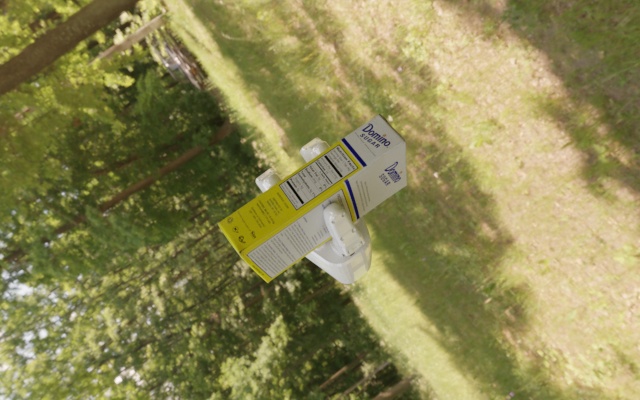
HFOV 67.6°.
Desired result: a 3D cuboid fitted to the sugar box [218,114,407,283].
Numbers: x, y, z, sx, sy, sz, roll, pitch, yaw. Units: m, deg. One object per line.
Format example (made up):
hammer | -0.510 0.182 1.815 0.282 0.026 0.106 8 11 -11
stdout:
sugar box | 0.000 0.001 0.454 0.176 0.048 0.093 -36 -25 -6
